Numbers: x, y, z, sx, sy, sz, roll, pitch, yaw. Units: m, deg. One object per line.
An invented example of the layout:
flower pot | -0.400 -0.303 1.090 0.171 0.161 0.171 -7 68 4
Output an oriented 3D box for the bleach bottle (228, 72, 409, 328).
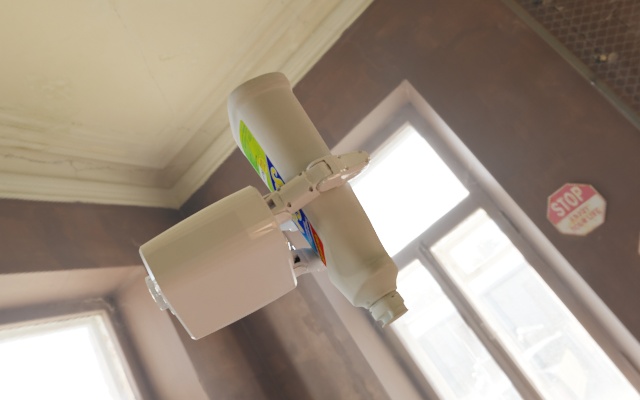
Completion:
bleach bottle | 0.000 0.001 0.449 0.068 0.250 0.103 -27 -22 -17
